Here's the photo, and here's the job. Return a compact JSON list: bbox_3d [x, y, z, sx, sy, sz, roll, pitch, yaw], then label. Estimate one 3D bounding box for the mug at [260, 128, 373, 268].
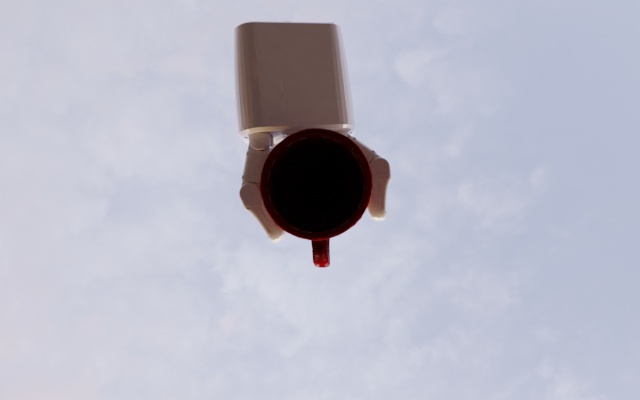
[{"bbox_3d":[0.000,0.003,0.430,0.093,0.117,0.081,-6,-5,4],"label":"mug"}]
